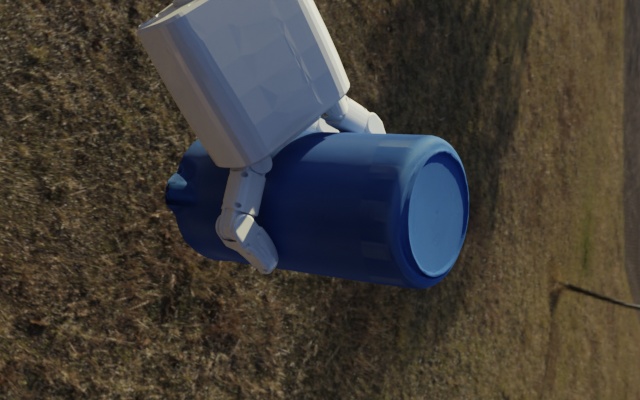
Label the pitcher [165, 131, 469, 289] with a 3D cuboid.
[{"bbox_3d":[0.000,0.001,0.416,0.243,0.145,0.149,5,45,41],"label":"pitcher"}]
